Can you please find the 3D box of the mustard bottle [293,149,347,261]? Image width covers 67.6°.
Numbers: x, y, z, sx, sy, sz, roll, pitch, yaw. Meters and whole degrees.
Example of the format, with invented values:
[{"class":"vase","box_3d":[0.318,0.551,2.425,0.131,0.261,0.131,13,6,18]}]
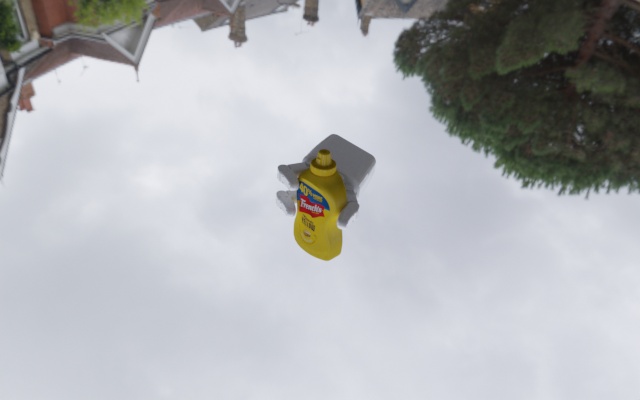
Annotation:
[{"class":"mustard bottle","box_3d":[0.000,0.003,0.790,0.058,0.192,0.096,-24,44,-35]}]
